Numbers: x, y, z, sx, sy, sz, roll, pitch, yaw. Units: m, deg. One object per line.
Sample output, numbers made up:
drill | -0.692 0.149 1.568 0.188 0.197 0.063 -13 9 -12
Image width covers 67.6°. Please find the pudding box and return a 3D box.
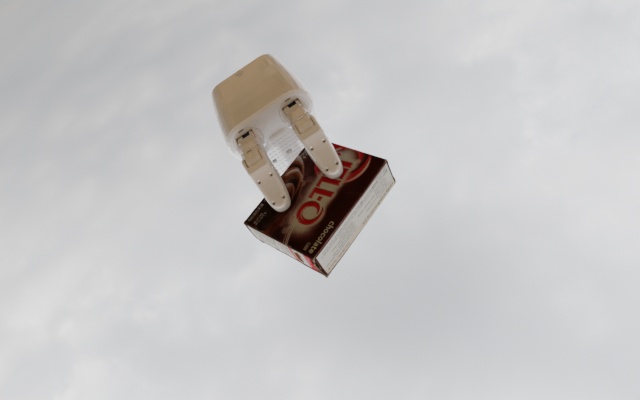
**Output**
pudding box | 0.000 0.001 0.432 0.090 0.113 0.039 22 -21 39
